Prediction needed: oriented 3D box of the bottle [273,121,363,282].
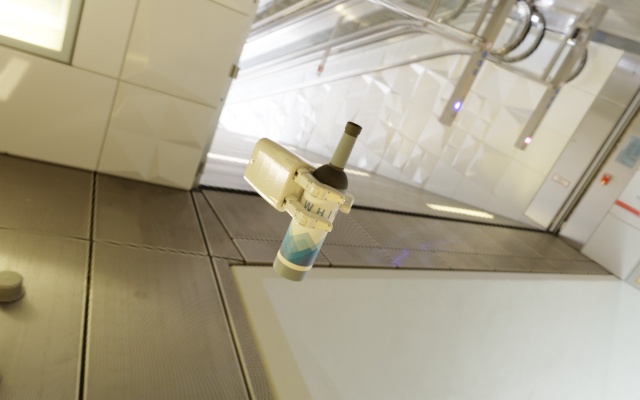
[{"bbox_3d":[0.000,0.003,0.827,0.069,0.296,0.069,21,20,-8],"label":"bottle"}]
